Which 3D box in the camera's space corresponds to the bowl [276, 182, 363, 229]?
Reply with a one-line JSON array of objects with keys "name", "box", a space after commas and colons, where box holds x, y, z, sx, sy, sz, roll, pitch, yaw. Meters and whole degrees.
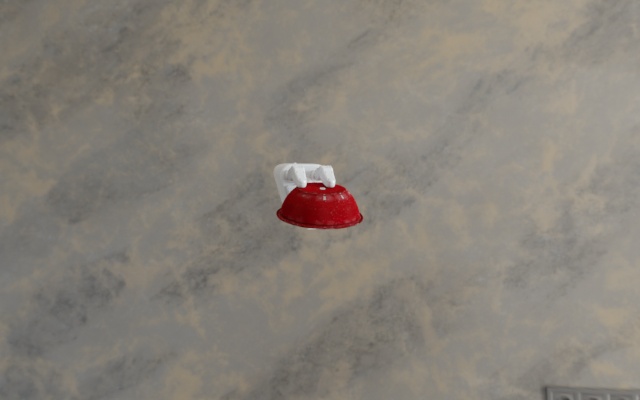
[{"name": "bowl", "box": [0.001, 0.003, 0.876, 0.162, 0.055, 0.162, 3, 15, -1]}]
